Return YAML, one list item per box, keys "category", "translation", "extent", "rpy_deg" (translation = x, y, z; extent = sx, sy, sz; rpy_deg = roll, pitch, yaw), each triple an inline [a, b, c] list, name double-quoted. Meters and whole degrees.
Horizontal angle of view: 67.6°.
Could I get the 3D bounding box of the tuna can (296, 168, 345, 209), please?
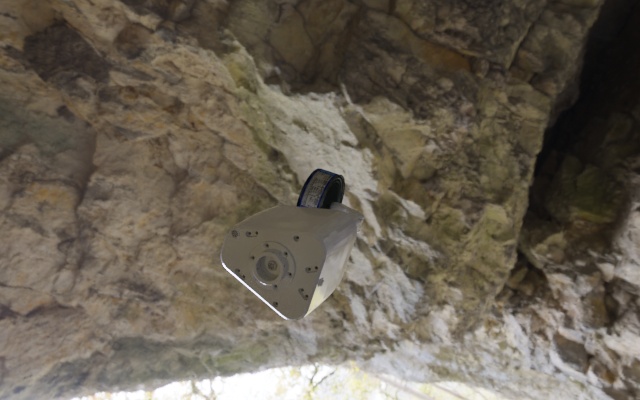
- category: "tuna can"
  translation: [0.000, 0.002, 0.630]
  extent: [0.034, 0.086, 0.086]
  rpy_deg: [19, 6, 18]
